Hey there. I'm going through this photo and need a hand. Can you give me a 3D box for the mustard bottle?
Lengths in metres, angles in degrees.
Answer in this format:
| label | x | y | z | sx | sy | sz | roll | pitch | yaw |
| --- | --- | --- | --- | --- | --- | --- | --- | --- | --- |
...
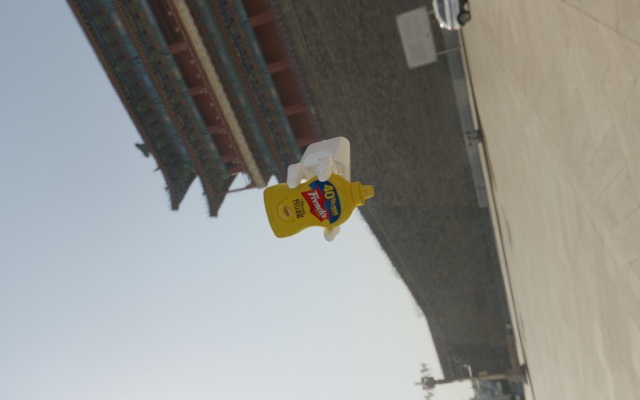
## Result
| label | x | y | z | sx | sy | sz | roll | pitch | yaw |
| --- | --- | --- | --- | --- | --- | --- | --- | --- | --- |
| mustard bottle | 0.000 | 0.003 | 0.837 | 0.191 | 0.096 | 0.058 | -13 | 5 | 17 |
